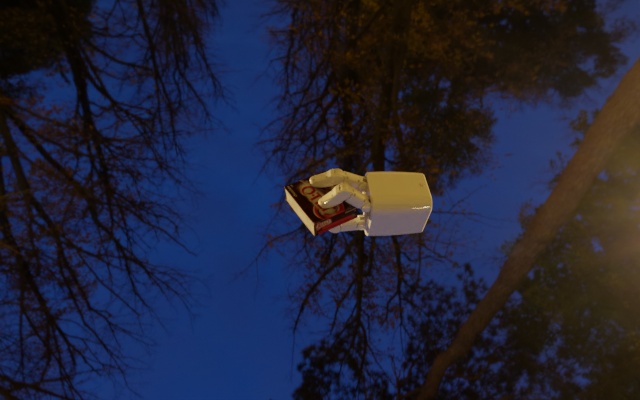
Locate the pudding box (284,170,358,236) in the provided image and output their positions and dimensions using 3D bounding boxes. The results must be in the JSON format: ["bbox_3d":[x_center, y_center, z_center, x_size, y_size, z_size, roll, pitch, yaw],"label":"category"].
[{"bbox_3d":[0.000,0.003,0.850,0.090,0.039,0.113,-22,45,-22],"label":"pudding box"}]
